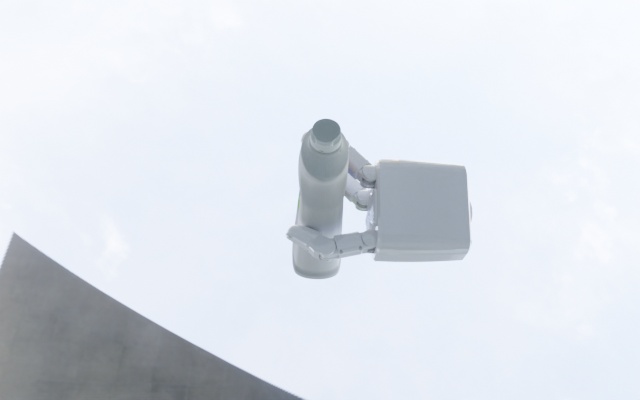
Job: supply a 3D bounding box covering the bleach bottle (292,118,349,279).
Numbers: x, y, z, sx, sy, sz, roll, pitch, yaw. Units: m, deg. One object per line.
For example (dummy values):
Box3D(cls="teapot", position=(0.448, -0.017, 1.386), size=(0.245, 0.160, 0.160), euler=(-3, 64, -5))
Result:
Box3D(cls="bleach bottle", position=(0.000, 0.002, 0.564), size=(0.068, 0.102, 0.251), euler=(1, -30, -2))
